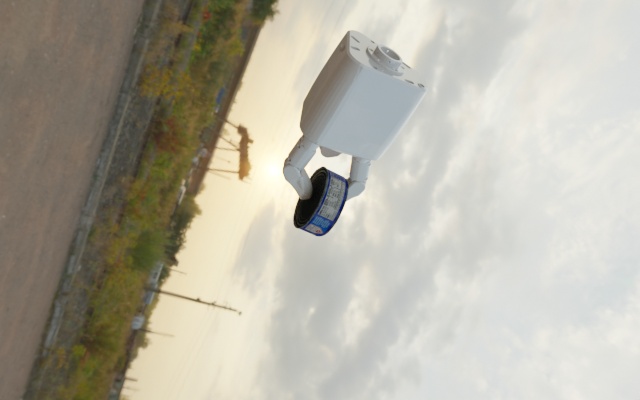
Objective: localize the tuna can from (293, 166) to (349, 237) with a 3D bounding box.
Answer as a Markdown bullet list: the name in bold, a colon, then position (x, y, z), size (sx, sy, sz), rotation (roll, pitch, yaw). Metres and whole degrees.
- **tuna can**: position (0.001, 0.002, 0.611), size (0.034, 0.086, 0.086), rotation (25, -9, -19)
